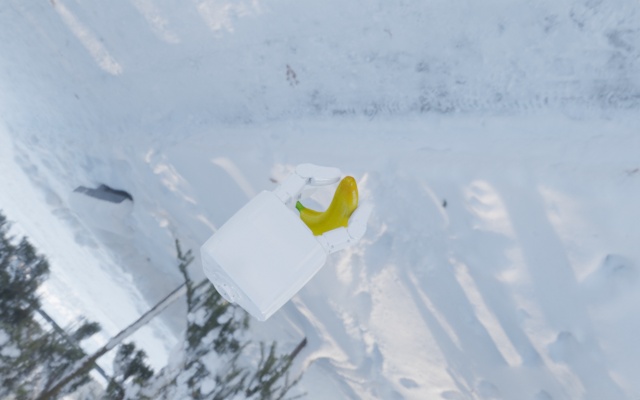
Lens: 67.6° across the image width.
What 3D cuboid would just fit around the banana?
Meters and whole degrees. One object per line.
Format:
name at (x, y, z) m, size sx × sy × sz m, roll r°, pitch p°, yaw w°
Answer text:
banana at (0.010, 0.018, 0.675) m, size 0.037 × 0.069 × 0.198 m, roll -41°, pitch 8°, yaw -26°
